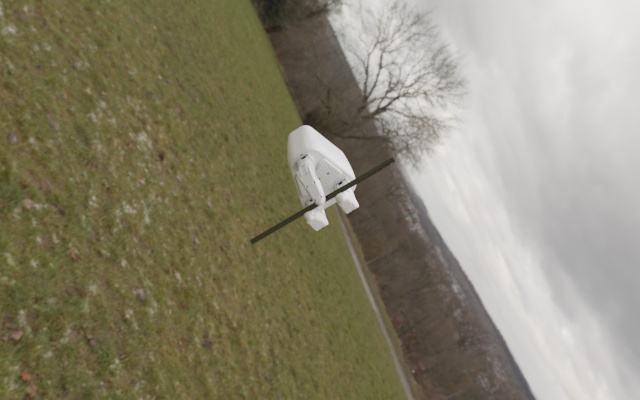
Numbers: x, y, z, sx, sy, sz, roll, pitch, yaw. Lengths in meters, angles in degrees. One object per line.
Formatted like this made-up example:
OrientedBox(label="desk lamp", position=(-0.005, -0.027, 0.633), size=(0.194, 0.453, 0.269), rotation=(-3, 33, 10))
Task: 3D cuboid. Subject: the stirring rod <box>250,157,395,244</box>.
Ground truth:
OrientedBox(label="stirring rod", position=(0.000, 0.002, 0.687), size=(0.239, 0.011, 0.011), rotation=(-30, -6, 11))
